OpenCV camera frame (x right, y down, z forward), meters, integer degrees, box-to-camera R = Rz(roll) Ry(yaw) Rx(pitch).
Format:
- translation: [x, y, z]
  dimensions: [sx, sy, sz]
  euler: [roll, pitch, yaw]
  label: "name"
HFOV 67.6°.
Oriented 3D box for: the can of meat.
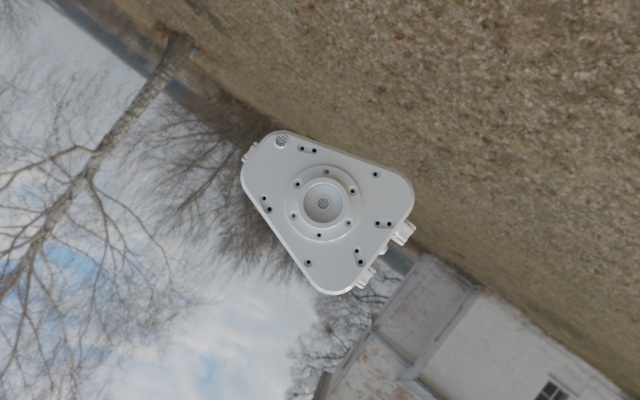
- translation: [0.000, 0.002, 0.454]
  dimensions: [0.102, 0.084, 0.057]
  euler: [38, -1, 0]
  label: "can of meat"
